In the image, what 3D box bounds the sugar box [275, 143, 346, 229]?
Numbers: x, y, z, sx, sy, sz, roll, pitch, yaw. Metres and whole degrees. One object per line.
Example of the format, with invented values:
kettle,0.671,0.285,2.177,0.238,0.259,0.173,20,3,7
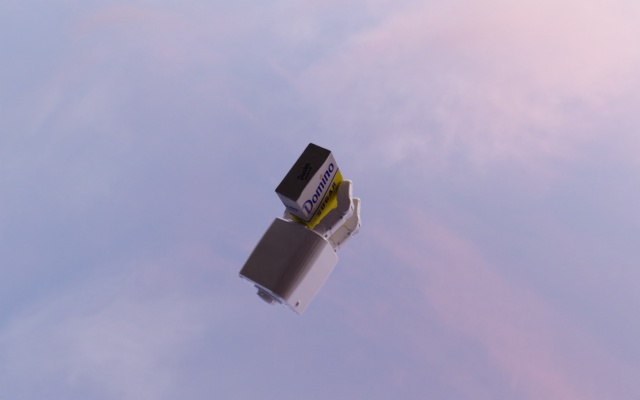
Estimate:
sugar box,0.001,0.003,0.729,0.048,0.093,0.176,26,-19,27
